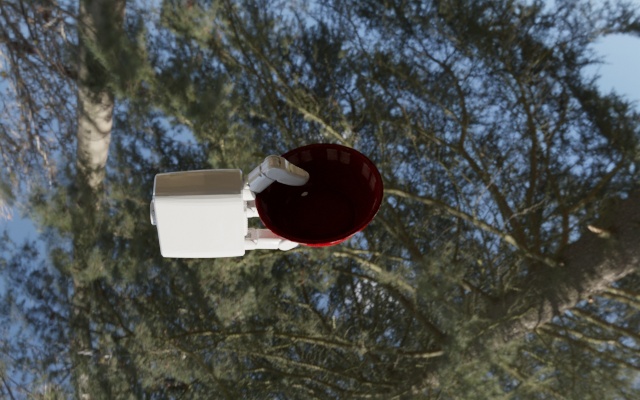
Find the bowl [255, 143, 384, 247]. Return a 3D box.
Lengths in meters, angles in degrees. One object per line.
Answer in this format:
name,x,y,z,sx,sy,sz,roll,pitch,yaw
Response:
bowl,0.001,0.002,0.613,0.162,0.162,0.055,0,-38,8
